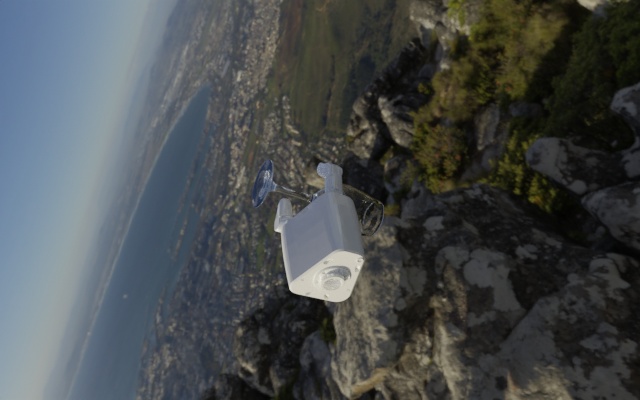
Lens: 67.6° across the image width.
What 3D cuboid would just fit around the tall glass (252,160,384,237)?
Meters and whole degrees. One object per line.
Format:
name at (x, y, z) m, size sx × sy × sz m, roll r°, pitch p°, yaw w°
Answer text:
tall glass at (0.000, 0.002, 0.743) m, size 0.201 × 0.079 × 0.079 m, roll 17°, pitch -7°, yaw -24°
